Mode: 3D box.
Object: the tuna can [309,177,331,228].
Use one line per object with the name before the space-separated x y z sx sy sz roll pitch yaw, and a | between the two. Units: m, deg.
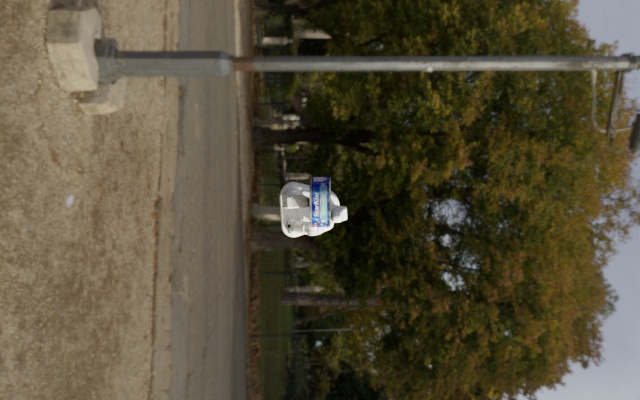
tuna can | 0.001 0.003 0.800 0.034 0.086 0.086 0 0 2
